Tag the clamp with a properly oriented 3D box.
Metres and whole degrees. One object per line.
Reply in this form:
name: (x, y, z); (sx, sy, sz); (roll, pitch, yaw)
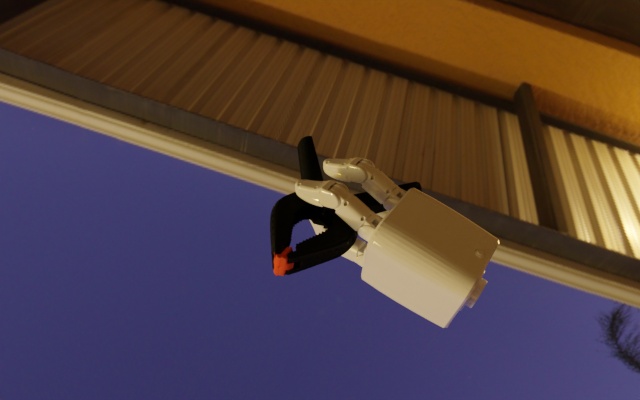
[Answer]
clamp: (0.000, 0.003, 0.532); (0.164, 0.036, 0.210); (29, 45, 20)
